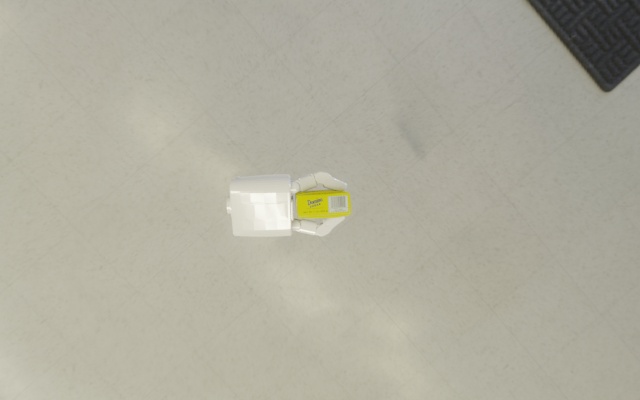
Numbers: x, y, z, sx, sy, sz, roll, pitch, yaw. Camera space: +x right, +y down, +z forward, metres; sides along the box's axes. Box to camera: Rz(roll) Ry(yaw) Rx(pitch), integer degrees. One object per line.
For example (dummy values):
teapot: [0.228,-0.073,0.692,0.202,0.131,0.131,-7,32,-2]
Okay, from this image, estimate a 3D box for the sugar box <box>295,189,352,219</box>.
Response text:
sugar box: [0.000,0.002,0.886,0.093,0.048,0.176,-3,6,-4]
